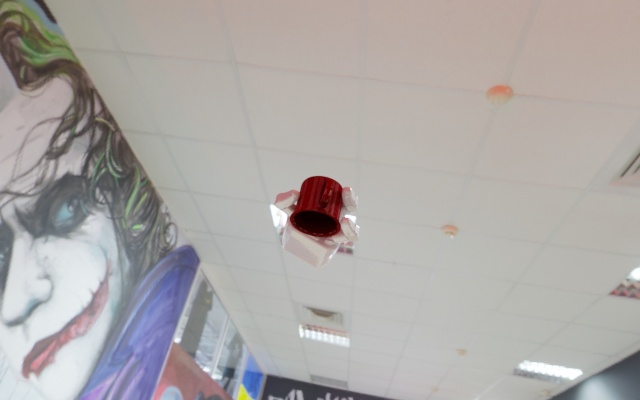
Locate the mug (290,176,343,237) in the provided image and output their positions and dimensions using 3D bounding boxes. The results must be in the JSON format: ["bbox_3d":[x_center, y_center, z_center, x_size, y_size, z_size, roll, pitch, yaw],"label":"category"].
[{"bbox_3d":[0.000,0.002,0.861,0.093,0.081,0.117,16,-33,-5],"label":"mug"}]
